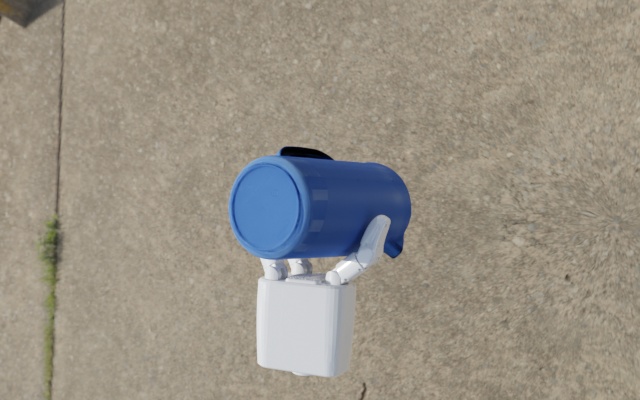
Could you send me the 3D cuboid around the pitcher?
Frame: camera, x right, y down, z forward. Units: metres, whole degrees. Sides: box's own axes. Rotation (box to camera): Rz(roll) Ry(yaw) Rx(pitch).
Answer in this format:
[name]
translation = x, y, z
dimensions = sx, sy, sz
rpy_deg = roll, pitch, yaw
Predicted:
[pitcher]
translation = 0.000, 0.002, 0.587
dimensions = 0.149, 0.145, 0.243
rpy_deg = 5, 1, 32
